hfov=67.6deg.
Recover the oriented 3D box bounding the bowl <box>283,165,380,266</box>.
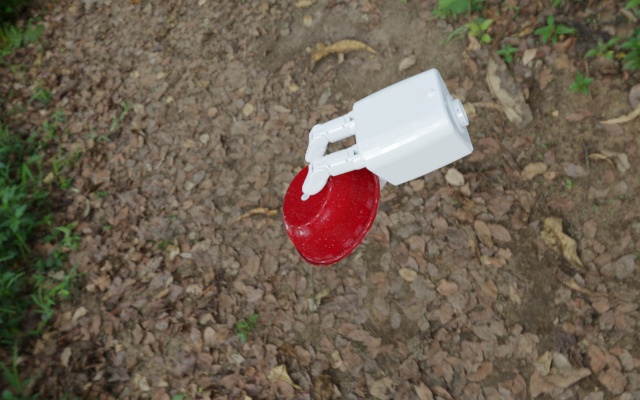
[{"bbox_3d":[-0.001,0.003,0.634,0.055,0.162,0.162,27,-18,-37],"label":"bowl"}]
